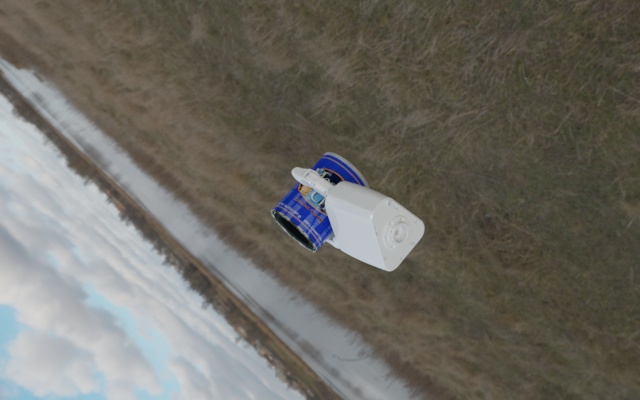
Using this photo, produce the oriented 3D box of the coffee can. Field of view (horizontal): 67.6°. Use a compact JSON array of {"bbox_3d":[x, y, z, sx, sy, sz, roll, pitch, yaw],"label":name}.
[{"bbox_3d":[0.000,0.002,0.807,0.103,0.140,0.103,39,-15,13],"label":"coffee can"}]
